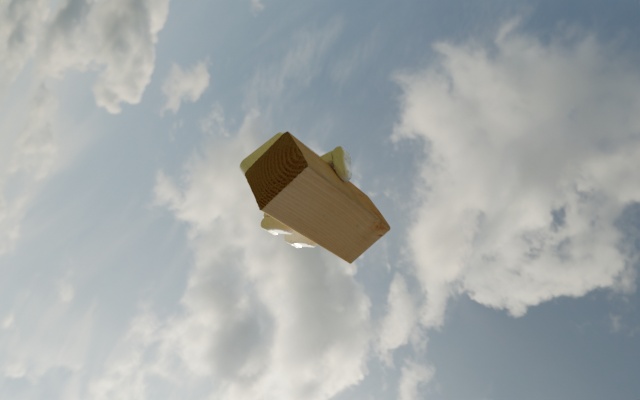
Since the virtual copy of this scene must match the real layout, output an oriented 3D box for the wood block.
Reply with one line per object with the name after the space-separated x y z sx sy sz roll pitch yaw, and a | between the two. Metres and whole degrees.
0.000 0.002 0.706 0.206 0.091 0.090 35 17 -42 | wood block
